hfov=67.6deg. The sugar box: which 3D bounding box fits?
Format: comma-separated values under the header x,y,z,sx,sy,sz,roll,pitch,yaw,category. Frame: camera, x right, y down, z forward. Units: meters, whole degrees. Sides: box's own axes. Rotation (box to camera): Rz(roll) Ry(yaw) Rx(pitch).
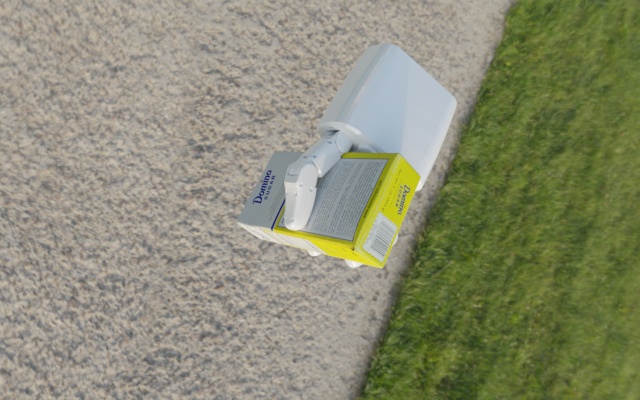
x,y,z,sx,sy,sz,roll,pitch,yaw,category
0.001,0.002,0.459,0.048,0.093,0.176,38,-20,-35,sugar box
